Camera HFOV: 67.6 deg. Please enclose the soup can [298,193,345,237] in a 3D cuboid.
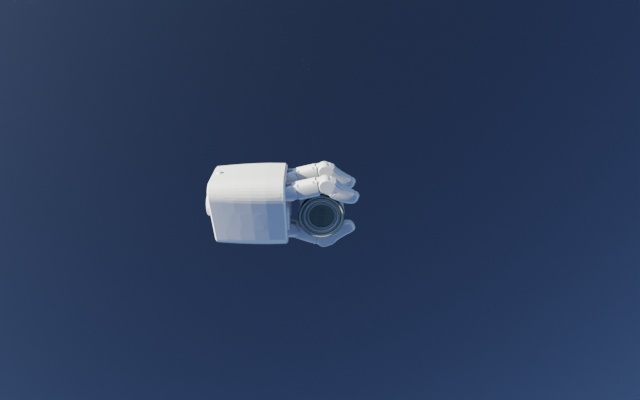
[{"bbox_3d":[0.001,0.003,0.712,0.068,0.068,0.102,0,24,-1],"label":"soup can"}]
